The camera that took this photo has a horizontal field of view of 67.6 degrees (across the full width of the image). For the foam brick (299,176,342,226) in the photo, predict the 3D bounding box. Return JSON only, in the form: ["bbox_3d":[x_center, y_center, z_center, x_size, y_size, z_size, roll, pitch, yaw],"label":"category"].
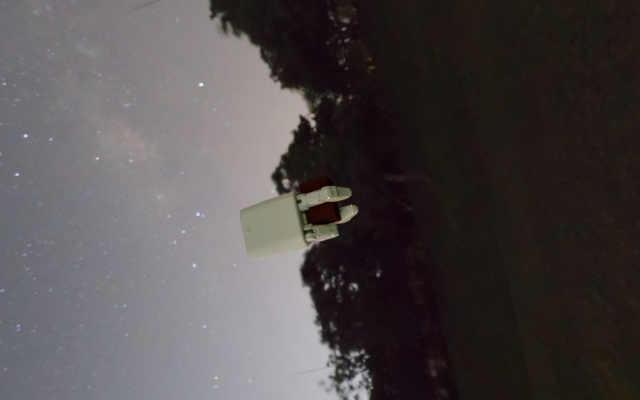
[{"bbox_3d":[0.000,0.002,0.847,0.051,0.078,0.053,-16,-13,12],"label":"foam brick"}]
